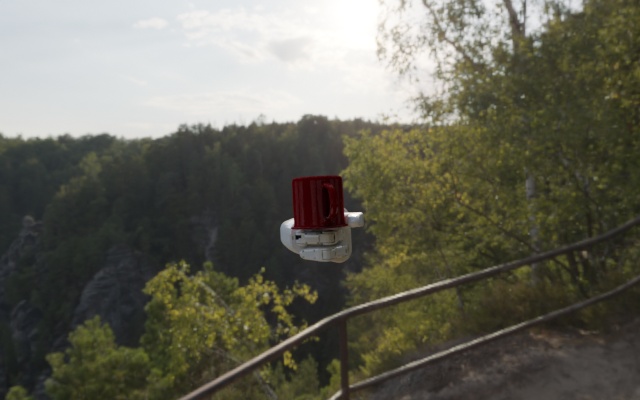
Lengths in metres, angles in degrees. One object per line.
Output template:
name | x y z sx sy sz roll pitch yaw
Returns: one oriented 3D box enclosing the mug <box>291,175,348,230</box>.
mug | 0.000 0.002 0.756 0.093 0.081 0.117 -3 0 -18
